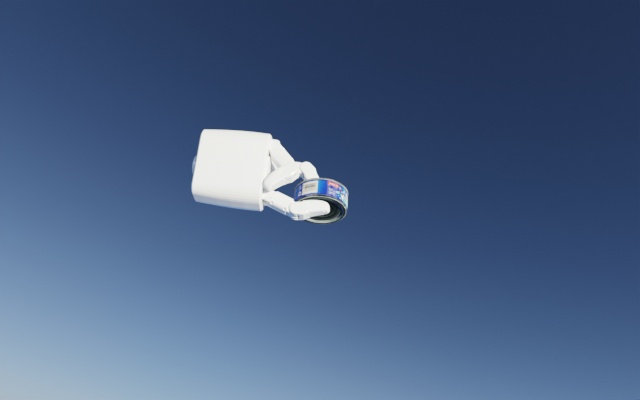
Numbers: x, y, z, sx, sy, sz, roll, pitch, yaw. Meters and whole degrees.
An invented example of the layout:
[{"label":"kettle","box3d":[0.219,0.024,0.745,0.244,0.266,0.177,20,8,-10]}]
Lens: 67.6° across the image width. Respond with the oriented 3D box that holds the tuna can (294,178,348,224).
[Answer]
[{"label":"tuna can","box3d":[0.000,0.003,0.747,0.086,0.033,0.086,3,-33,2]}]
